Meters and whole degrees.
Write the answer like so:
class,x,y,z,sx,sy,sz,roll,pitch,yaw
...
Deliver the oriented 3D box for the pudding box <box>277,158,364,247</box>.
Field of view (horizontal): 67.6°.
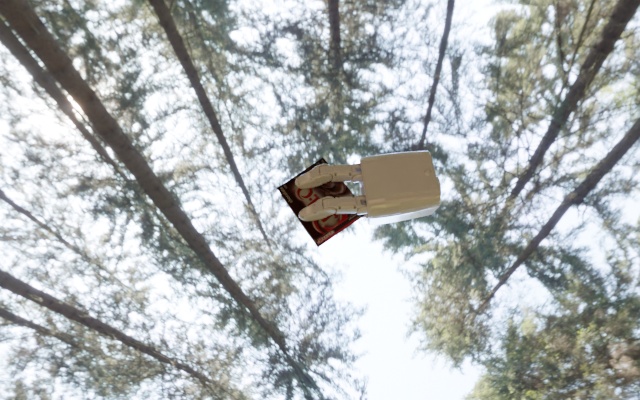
class,x,y,z,sx,sy,sz,roll,pitch,yaw
pudding box,0.000,0.002,0.740,0.090,0.113,0.039,-34,-27,-8
